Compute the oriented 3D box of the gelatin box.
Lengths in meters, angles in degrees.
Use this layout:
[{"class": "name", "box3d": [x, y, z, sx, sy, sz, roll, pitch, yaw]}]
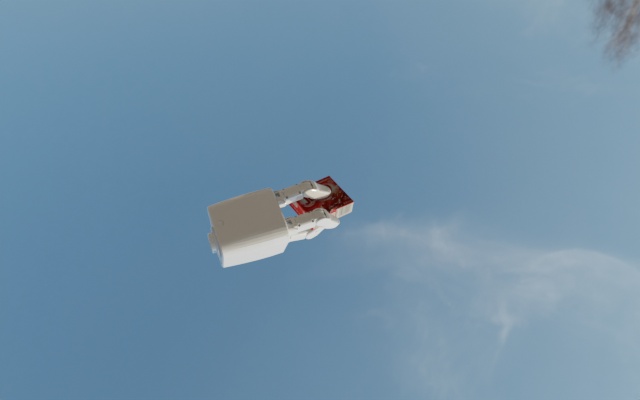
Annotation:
[{"class": "gelatin box", "box3d": [0.000, 0.003, 0.814, 0.089, 0.030, 0.073, -24, 54, -28]}]
